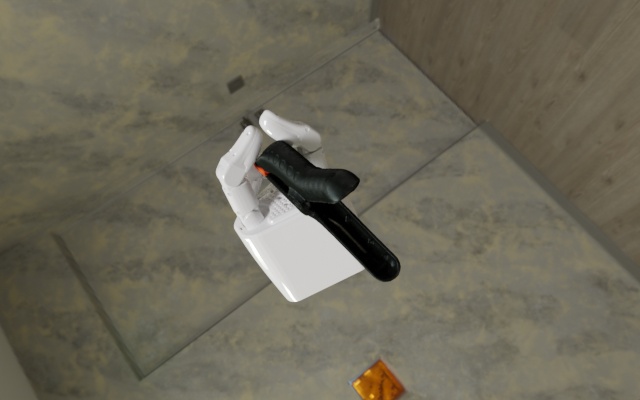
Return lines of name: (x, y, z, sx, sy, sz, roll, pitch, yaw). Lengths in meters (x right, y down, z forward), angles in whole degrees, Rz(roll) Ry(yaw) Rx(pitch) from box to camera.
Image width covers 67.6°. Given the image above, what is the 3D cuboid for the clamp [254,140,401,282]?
clamp: (-0.001, 0.002, 0.405, 0.039, 0.120, 0.171, -35, 34, -13)
